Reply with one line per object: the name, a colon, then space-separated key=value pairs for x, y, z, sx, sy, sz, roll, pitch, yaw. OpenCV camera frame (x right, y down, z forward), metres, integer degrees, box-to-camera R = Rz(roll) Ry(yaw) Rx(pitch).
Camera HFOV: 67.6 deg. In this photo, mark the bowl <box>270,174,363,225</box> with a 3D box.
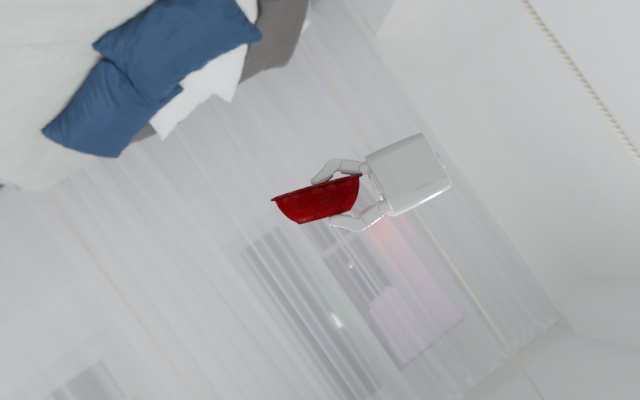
bowl: x=-0.001 y=0.003 z=0.803 sx=0.162 sy=0.055 sz=0.162 roll=-15 pitch=-1 yaw=0
